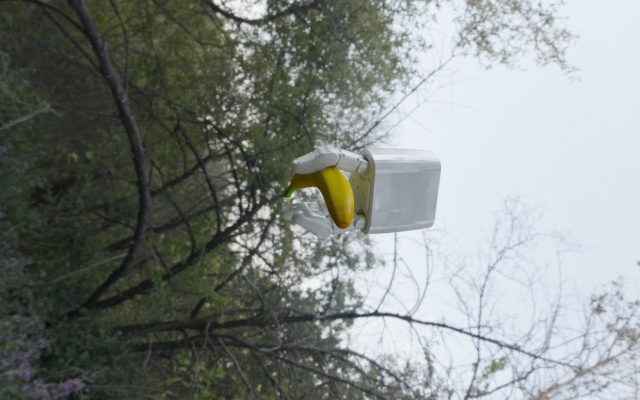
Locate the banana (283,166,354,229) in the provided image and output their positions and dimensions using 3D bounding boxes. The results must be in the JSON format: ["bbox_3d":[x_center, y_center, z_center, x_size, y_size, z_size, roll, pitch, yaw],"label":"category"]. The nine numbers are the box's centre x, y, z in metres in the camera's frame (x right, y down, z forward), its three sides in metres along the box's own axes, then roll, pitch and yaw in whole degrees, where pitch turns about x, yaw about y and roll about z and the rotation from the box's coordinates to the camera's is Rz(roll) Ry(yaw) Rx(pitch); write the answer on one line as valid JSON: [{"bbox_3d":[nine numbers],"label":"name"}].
[{"bbox_3d":[0.004,-0.017,0.632,0.037,0.069,0.197,13,6,-24],"label":"banana"}]
